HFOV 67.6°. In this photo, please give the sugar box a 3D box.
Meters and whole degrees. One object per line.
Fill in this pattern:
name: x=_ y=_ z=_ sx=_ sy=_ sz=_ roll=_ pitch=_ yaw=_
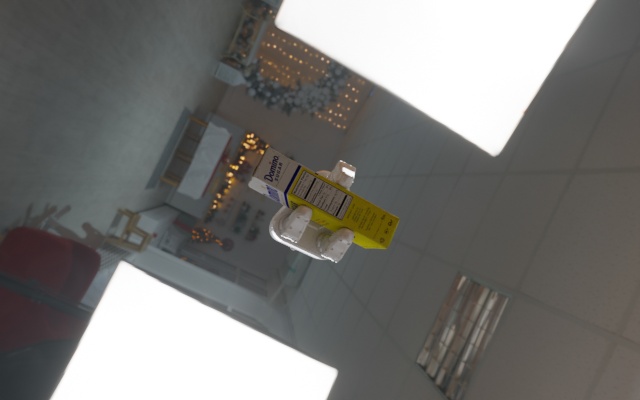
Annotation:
sugar box: x=0.000 y=0.002 z=0.578 sx=0.176 sy=0.048 sz=0.093 roll=26 pitch=-10 yaw=-8
